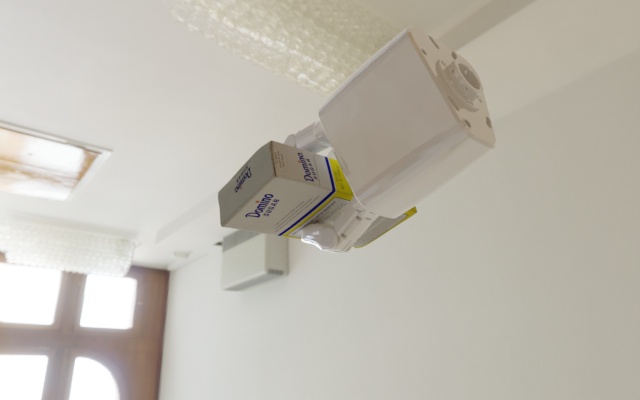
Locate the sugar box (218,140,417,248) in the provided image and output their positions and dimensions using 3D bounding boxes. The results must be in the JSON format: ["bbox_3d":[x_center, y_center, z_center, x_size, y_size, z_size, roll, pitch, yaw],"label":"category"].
[{"bbox_3d":[0.000,0.001,0.468,0.176,0.048,0.093,16,-40,-37],"label":"sugar box"}]
